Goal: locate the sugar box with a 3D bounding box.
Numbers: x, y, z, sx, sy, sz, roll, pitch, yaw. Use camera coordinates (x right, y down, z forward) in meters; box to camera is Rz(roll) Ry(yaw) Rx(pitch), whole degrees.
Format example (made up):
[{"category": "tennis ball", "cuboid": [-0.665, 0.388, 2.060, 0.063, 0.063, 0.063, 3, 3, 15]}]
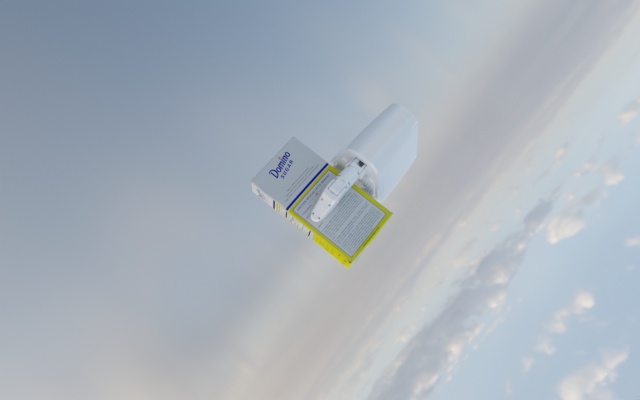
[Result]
[{"category": "sugar box", "cuboid": [0.000, 0.002, 0.657, 0.176, 0.093, 0.048, 38, -19, 10]}]
